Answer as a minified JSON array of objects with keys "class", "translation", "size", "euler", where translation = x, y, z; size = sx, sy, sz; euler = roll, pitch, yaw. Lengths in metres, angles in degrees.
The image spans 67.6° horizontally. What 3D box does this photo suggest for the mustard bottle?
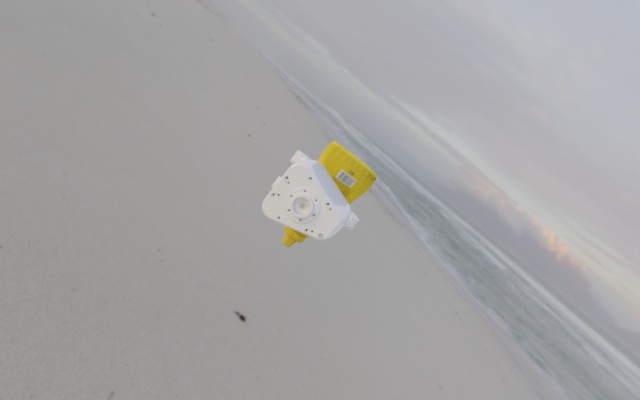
[{"class":"mustard bottle","translation":[0.000,0.002,0.803],"size":[0.096,0.191,0.058],"euler":[35,10,-20]}]
